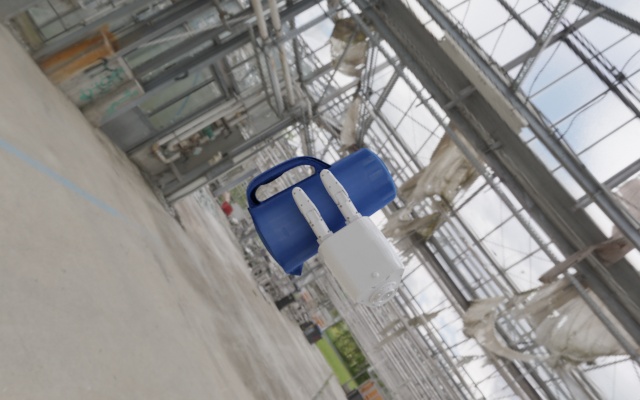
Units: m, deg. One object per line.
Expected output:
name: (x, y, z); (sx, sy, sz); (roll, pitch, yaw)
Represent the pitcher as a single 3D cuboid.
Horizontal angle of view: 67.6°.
pitcher: (0.000, 0.003, 0.827); (0.243, 0.145, 0.149); (-32, -32, -7)
